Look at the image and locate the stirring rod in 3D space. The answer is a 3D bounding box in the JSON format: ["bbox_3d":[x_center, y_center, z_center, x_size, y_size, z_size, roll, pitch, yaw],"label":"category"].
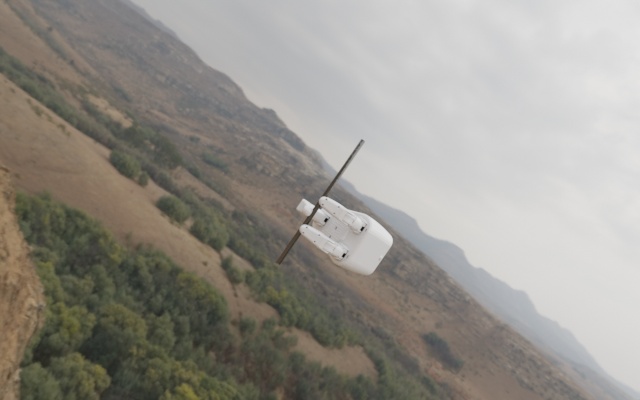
[{"bbox_3d":[0.000,0.003,0.767,0.011,0.239,0.011,35,1,-1],"label":"stirring rod"}]
